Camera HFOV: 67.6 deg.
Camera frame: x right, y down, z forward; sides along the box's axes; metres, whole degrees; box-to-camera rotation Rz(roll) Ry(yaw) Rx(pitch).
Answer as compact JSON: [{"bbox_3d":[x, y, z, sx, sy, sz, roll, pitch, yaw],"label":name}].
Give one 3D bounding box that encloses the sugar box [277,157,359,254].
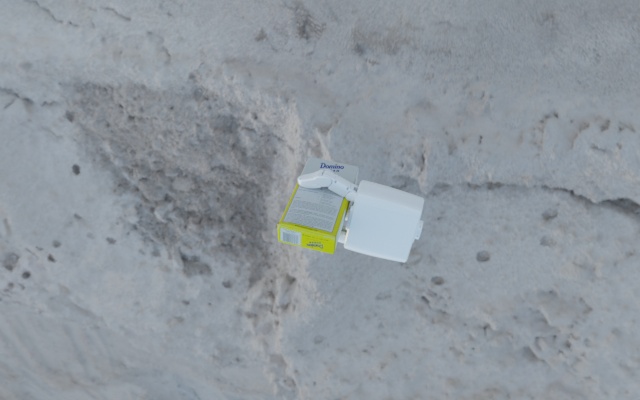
[{"bbox_3d":[0.000,0.003,0.785,0.093,0.048,0.176,13,41,9],"label":"sugar box"}]
